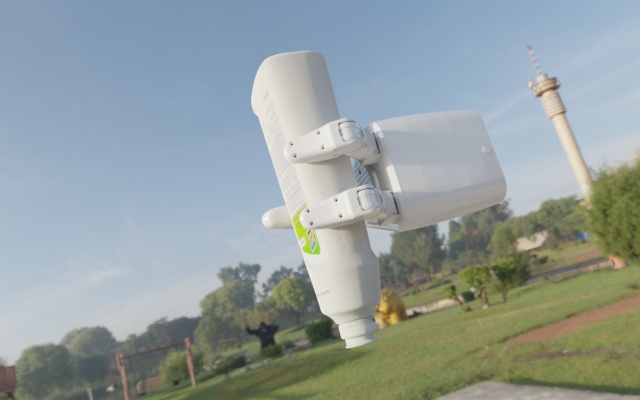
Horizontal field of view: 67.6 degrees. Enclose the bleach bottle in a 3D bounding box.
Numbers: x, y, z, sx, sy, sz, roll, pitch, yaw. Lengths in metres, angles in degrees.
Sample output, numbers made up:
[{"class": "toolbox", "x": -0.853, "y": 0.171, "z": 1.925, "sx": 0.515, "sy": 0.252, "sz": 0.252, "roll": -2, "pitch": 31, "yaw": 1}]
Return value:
[{"class": "bleach bottle", "x": 0.000, "y": 0.001, "z": 0.425, "sx": 0.068, "sy": 0.250, "sz": 0.102, "roll": -12, "pitch": -13, "yaw": -15}]
